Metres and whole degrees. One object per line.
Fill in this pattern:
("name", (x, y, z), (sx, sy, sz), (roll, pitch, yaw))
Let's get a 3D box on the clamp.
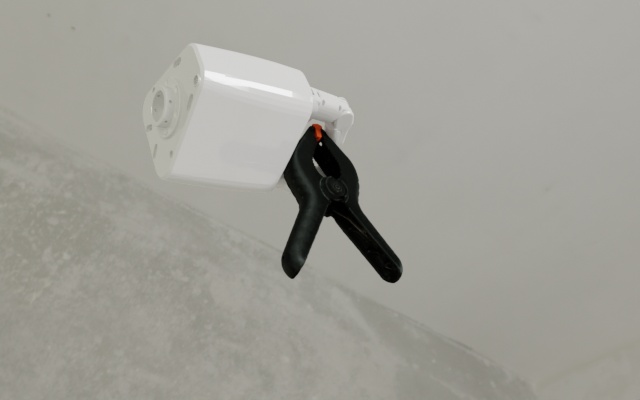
("clamp", (0.000, 0.001, 0.435), (0.120, 0.171, 0.039), (4, -38, -42))
